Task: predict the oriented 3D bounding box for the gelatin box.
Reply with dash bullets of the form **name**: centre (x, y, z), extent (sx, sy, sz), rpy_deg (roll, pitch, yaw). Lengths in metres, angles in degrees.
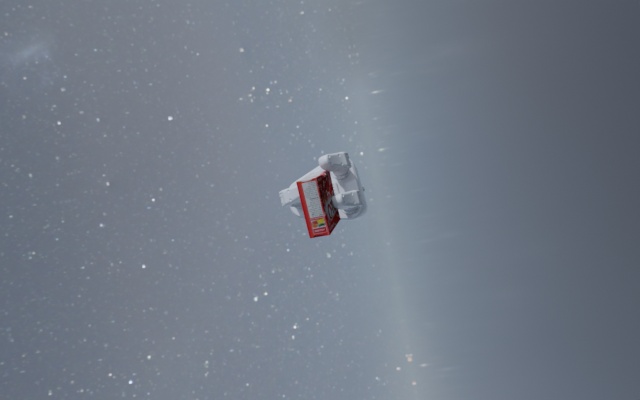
- **gelatin box**: centre (0.000, 0.002, 0.618), extent (0.030, 0.073, 0.089), rpy_deg (-11, 8, 13)
